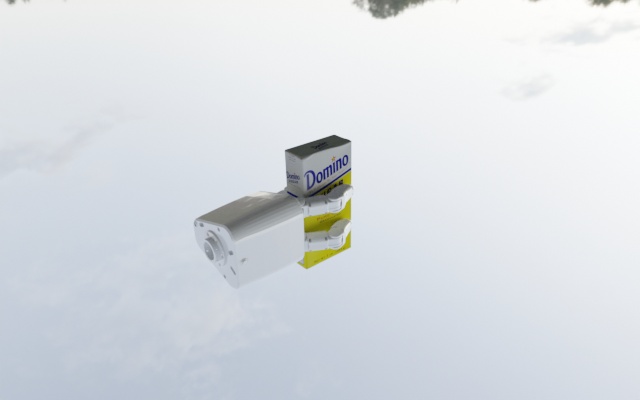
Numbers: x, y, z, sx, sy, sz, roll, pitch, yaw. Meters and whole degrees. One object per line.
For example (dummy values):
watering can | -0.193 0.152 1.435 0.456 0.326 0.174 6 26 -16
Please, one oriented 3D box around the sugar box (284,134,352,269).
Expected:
sugar box | 0.000 0.003 0.687 0.093 0.176 0.048 -23 36 -35
